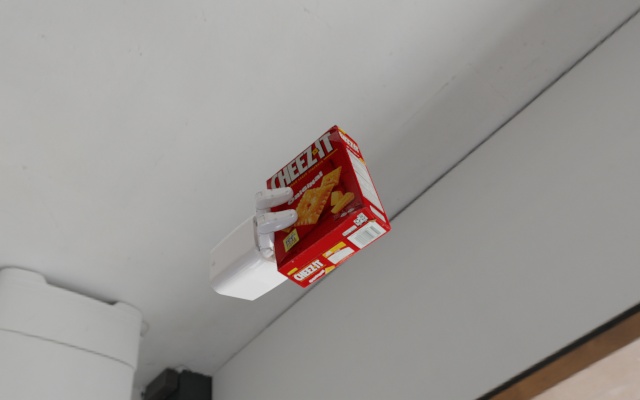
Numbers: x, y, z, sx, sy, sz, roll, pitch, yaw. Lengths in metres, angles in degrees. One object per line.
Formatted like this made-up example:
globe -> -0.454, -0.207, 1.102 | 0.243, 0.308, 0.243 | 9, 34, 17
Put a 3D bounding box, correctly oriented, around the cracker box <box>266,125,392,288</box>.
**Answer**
cracker box -> 0.000, 0.003, 0.742 | 0.164, 0.213, 0.072 | -37, -52, 19
